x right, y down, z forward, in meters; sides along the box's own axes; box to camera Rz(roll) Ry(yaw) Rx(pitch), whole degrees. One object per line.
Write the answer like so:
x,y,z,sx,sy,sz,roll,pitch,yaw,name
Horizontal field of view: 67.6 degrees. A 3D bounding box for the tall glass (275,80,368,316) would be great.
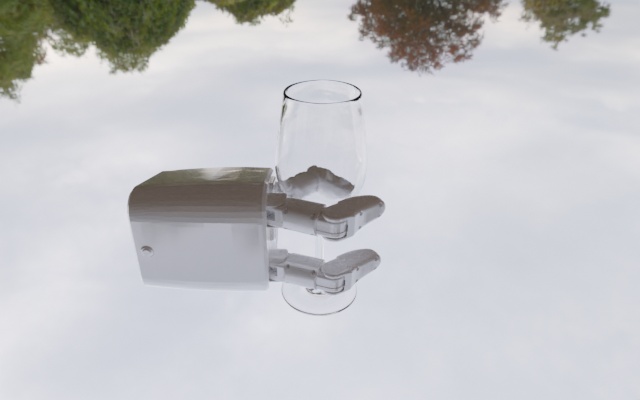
0.000,0.002,0.420,0.079,0.201,0.079,1,30,-1,tall glass
